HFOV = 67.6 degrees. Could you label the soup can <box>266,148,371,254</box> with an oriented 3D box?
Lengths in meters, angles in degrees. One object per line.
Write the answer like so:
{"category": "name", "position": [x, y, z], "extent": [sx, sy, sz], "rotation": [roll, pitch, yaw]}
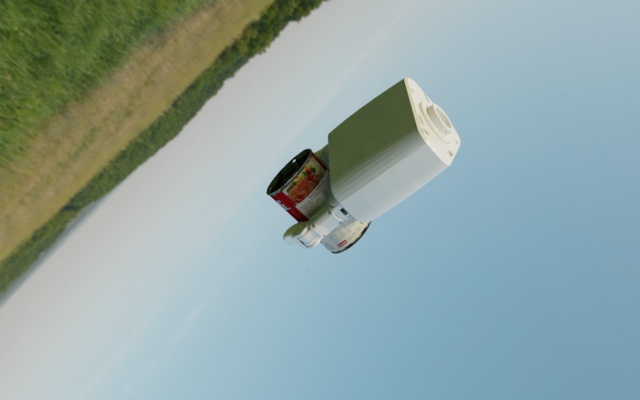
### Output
{"category": "soup can", "position": [0.000, 0.002, 0.527], "extent": [0.102, 0.068, 0.068], "rotation": [44, -16, -18]}
